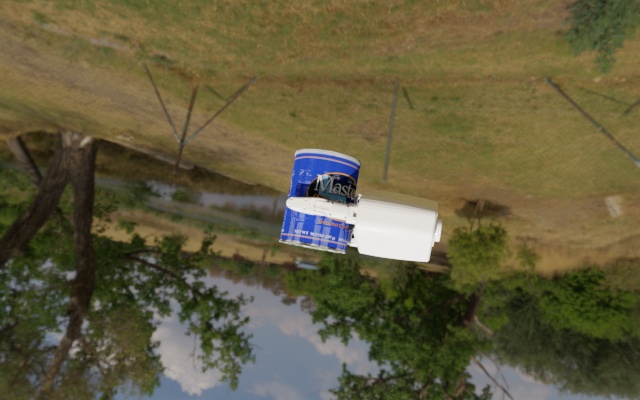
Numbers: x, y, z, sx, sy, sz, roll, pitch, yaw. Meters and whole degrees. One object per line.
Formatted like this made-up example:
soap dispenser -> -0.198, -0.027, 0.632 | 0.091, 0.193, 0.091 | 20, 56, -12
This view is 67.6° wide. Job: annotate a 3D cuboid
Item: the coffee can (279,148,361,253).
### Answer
coffee can -> 0.000, 0.002, 0.724 | 0.103, 0.140, 0.103 | 10, -7, 1
